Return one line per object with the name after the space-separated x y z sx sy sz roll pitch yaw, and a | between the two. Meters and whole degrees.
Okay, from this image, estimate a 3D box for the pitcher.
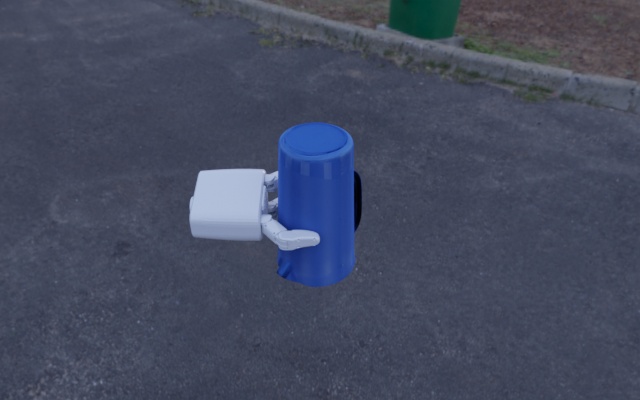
0.000 0.002 0.753 0.145 0.243 0.149 1 37 0 | pitcher
